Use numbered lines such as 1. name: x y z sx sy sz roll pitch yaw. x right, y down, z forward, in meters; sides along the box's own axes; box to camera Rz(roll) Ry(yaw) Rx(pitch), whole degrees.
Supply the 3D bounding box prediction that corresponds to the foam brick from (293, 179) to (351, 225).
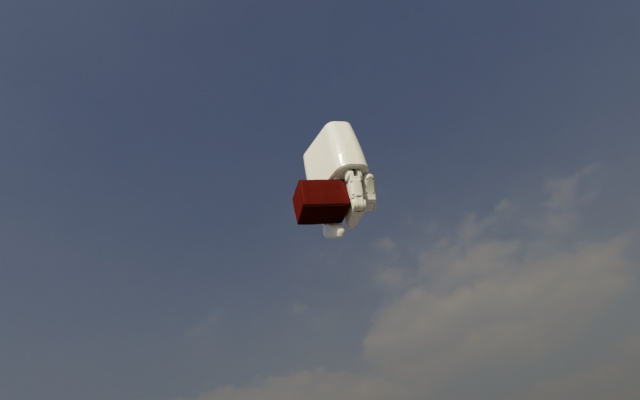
1. foam brick: 0.000 0.002 0.753 0.078 0.051 0.053 -1 -36 -19
